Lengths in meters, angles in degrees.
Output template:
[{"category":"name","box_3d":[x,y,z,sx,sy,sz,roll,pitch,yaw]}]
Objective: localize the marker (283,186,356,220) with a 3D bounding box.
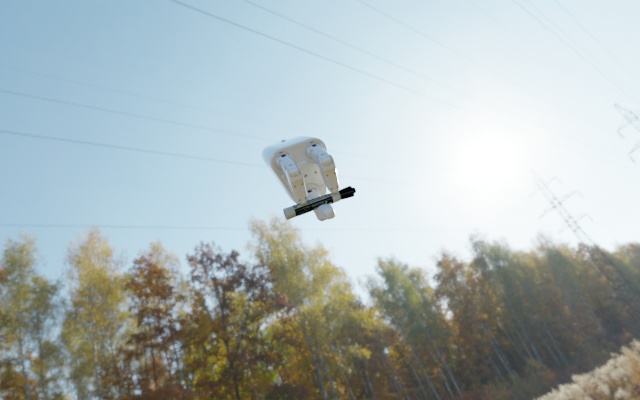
[{"category":"marker","box_3d":[0.000,0.002,0.757,0.121,0.020,0.020,-19,4,-13]}]
